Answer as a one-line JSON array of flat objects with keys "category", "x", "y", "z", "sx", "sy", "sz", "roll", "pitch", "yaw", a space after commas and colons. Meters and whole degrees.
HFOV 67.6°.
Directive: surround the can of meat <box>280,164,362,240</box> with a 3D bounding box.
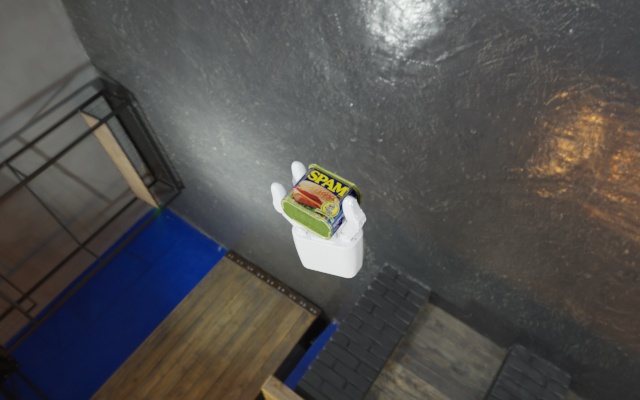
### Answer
[{"category": "can of meat", "x": 0.000, "y": 0.003, "z": 0.753, "sx": 0.102, "sy": 0.084, "sz": 0.057, "roll": 29, "pitch": -29, "yaw": 21}]
